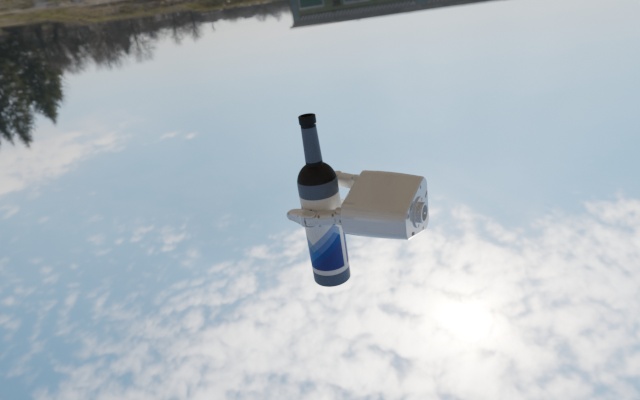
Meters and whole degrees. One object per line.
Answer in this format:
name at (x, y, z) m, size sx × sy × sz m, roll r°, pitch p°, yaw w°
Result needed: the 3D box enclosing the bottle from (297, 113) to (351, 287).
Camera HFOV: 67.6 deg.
bottle at (0.000, 0.003, 0.789) m, size 0.069 × 0.296 × 0.069 m, roll -8°, pitch 24°, yaw 3°
